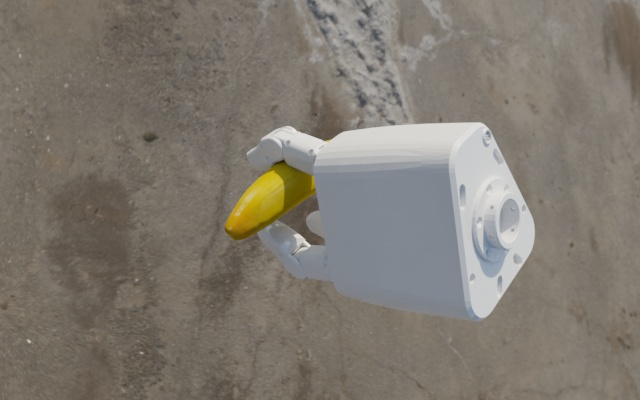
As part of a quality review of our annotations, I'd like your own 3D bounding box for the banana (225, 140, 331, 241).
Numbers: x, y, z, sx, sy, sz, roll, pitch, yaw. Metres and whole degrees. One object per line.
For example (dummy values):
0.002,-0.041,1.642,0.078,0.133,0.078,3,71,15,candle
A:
0.004,-0.017,0.405,0.037,0.070,0.198,17,20,39,banana
